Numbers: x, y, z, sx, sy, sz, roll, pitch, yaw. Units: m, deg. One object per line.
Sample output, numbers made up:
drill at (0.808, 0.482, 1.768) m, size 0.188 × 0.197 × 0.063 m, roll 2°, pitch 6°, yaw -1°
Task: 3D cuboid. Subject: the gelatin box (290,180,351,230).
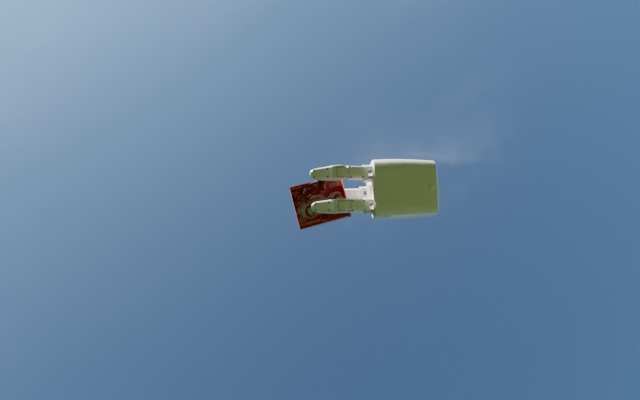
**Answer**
gelatin box at (0.000, 0.003, 0.797) m, size 0.089 × 0.073 × 0.030 m, roll -15°, pitch -6°, yaw 3°
